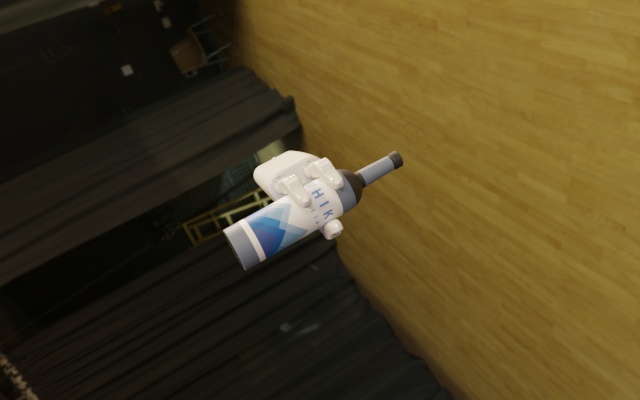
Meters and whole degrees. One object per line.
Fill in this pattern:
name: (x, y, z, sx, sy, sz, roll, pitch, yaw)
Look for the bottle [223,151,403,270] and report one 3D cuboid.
bottle: (0.000, 0.003, 0.722, 0.295, 0.069, 0.069, -29, 8, -15)
